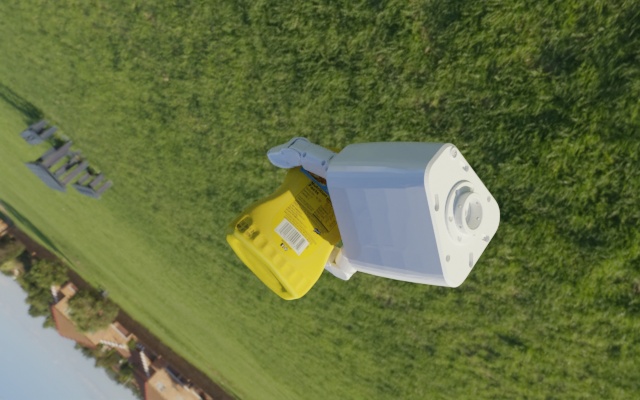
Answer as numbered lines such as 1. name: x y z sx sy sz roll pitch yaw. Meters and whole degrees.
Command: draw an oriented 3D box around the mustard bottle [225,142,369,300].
1. mustard bottle: 0.000 0.002 0.490 0.191 0.096 0.058 -47 6 -28
